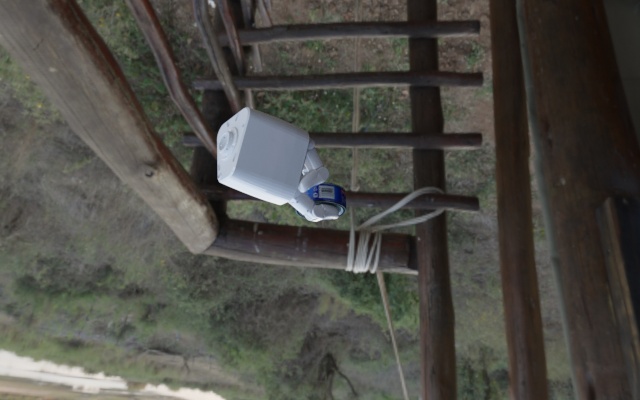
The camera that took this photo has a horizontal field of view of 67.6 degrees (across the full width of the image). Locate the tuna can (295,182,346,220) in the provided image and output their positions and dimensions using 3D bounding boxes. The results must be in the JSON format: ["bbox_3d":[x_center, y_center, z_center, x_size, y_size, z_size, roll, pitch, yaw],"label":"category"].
[{"bbox_3d":[0.000,0.003,0.788,0.086,0.033,0.086,-1,-23,0],"label":"tuna can"}]
